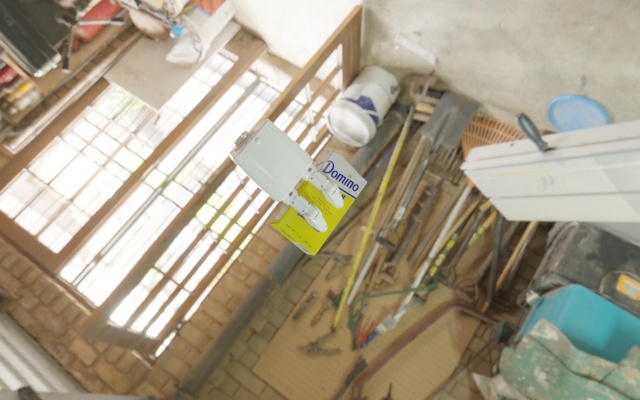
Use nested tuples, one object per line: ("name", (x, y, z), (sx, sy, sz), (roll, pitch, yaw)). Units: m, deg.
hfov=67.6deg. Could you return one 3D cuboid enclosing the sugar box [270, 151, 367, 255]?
("sugar box", (0.000, 0.003, 0.868), (0.093, 0.176, 0.048), (43, -18, -18))
